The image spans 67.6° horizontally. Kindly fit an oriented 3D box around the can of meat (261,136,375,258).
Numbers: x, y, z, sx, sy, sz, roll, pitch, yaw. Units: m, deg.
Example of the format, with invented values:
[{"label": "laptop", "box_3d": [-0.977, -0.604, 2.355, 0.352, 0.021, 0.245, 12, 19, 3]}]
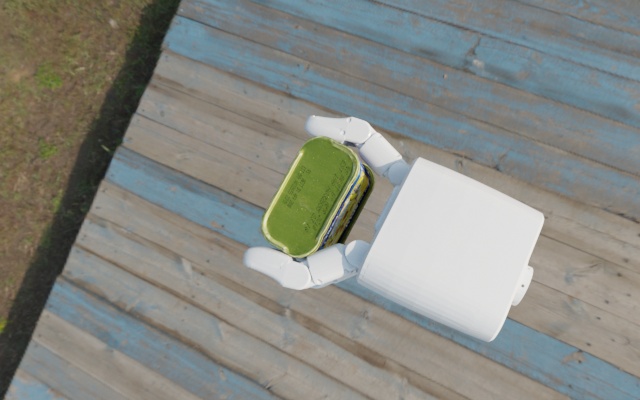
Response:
[{"label": "can of meat", "box_3d": [0.000, 0.001, 0.409, 0.057, 0.102, 0.084, 28, 0, 14]}]
